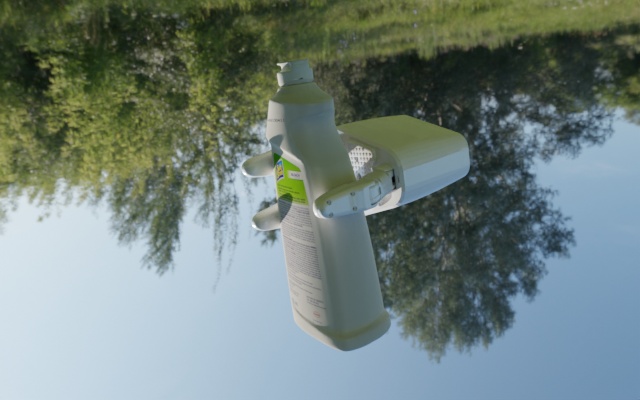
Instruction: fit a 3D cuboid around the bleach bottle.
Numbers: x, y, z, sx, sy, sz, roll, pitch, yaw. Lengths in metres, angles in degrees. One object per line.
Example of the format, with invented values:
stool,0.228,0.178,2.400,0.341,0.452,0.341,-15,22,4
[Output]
bleach bottle,0.000,0.001,0.434,0.068,0.251,0.102,-18,17,-33
